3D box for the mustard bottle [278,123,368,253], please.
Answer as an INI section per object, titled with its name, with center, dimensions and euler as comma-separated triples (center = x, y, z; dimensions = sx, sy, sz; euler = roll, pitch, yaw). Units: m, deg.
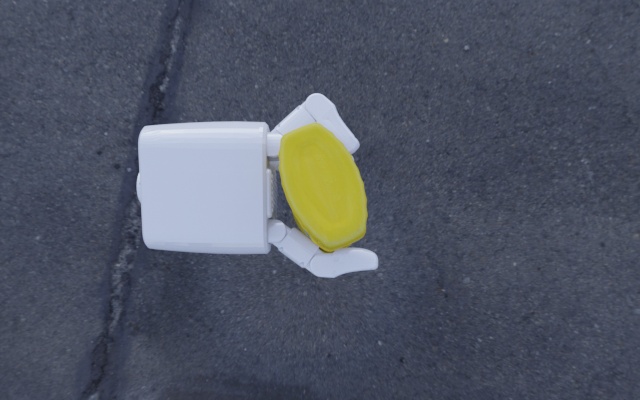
[mustard bottle]
center = 0.000, 0.001, 0.441
dimensions = 0.058, 0.096, 0.191
euler = -24, -7, -4
